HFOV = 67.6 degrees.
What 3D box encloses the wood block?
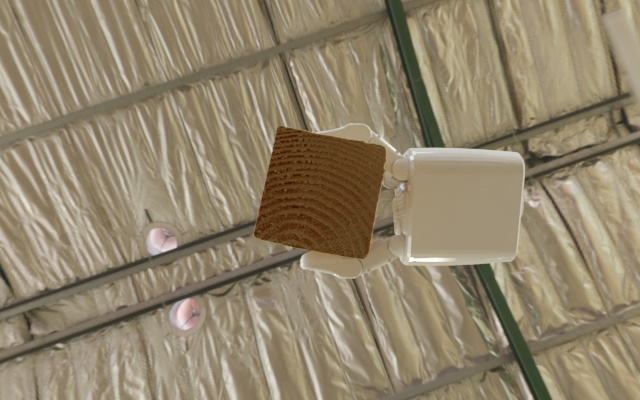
[{"bbox_3d":[0.000,0.002,0.463,0.090,0.091,0.206,11,-5,1],"label":"wood block"}]
